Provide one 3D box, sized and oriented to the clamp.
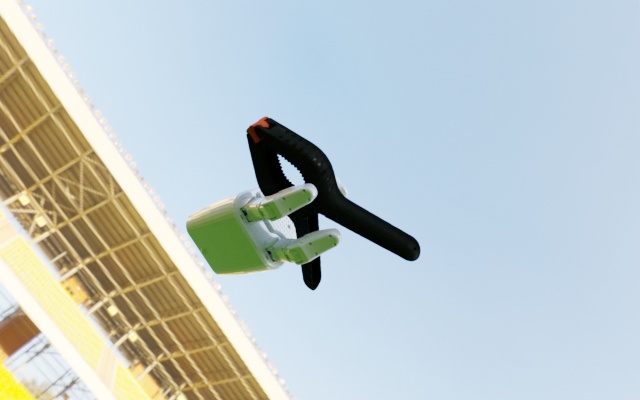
[{"bbox_3d":[0.000,0.001,0.506,0.164,0.210,0.036,-17,20,38],"label":"clamp"}]
